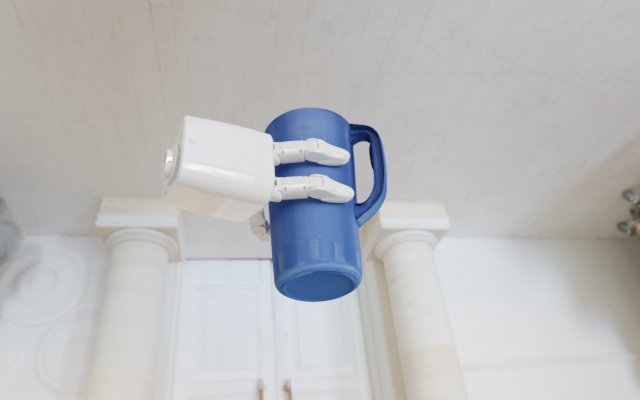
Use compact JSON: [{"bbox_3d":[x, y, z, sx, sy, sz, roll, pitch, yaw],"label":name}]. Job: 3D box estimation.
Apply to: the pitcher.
[{"bbox_3d":[0.000,0.002,0.636,0.145,0.242,0.149,13,-38,-25],"label":"pitcher"}]
